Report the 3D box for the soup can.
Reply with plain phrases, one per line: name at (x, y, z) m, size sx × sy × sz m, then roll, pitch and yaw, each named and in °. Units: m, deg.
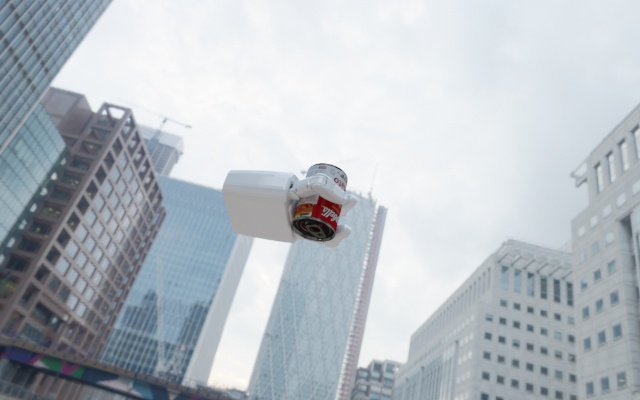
soup can at (0.001, 0.002, 0.727) m, size 0.068 × 0.102 × 0.068 m, roll 11°, pitch -31°, yaw 7°
